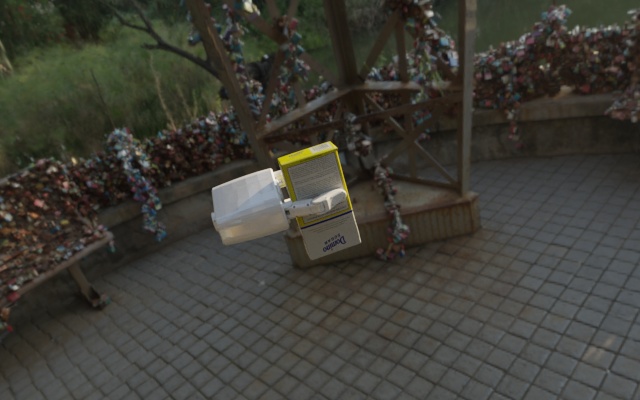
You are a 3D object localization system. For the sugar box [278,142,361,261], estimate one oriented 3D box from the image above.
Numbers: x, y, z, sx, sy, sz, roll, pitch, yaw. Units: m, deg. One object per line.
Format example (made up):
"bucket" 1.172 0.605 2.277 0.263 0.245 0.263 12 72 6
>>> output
"sugar box" 0.000 0.002 0.780 0.093 0.176 0.048 -18 26 -7
